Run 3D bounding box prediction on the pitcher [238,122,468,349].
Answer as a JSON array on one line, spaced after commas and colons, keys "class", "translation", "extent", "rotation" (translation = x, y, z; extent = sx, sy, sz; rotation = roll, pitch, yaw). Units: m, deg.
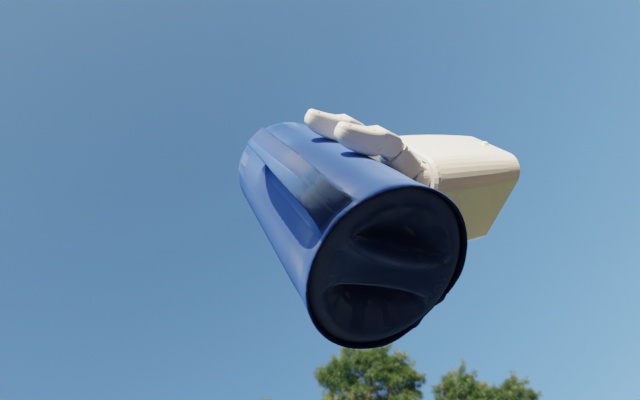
[{"class": "pitcher", "translation": [0.000, 0.001, 0.430], "extent": [0.145, 0.149, 0.242], "rotation": [-6, 25, -23]}]
